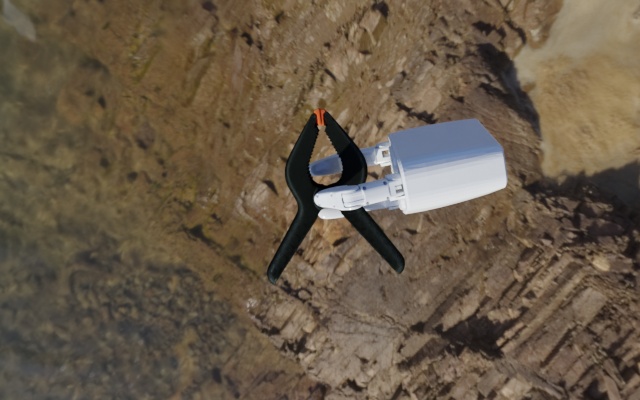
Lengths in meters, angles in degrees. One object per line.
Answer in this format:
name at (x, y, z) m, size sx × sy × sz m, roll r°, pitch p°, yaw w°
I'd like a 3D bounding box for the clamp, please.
clamp at (0.000, 0.001, 0.554) m, size 0.164 × 0.210 × 0.036 m, roll -12°, pitch 11°, yaw 3°
